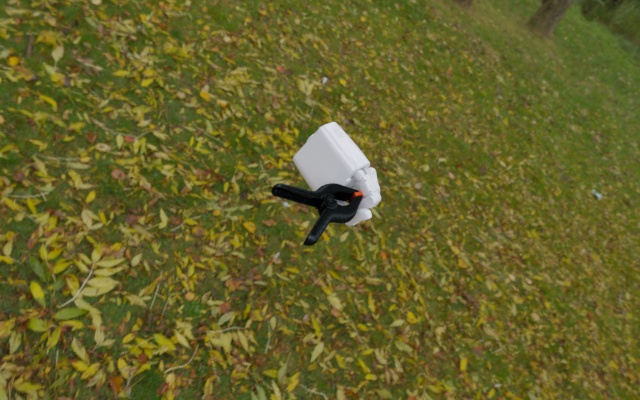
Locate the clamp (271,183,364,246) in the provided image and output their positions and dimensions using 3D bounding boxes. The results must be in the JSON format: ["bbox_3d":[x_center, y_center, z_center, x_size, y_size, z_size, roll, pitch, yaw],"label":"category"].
[{"bbox_3d":[0.001,0.002,0.814,0.171,0.120,0.039,-23,-17,-46],"label":"clamp"}]
